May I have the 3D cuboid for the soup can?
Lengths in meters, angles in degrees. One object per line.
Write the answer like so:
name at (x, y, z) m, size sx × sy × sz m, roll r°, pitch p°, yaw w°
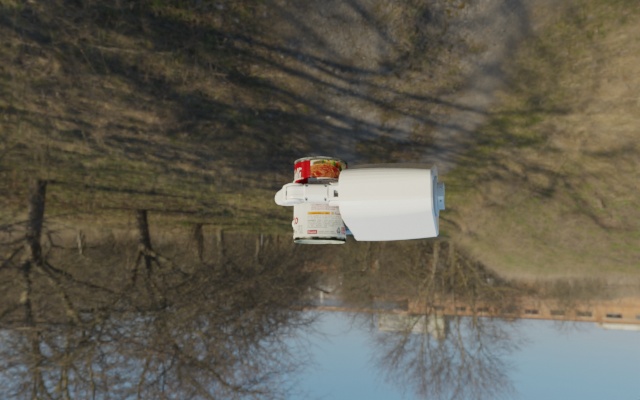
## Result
soup can at (0.000, 0.002, 0.604) m, size 0.068 × 0.102 × 0.068 m, roll 1°, pitch -9°, yaw 0°
